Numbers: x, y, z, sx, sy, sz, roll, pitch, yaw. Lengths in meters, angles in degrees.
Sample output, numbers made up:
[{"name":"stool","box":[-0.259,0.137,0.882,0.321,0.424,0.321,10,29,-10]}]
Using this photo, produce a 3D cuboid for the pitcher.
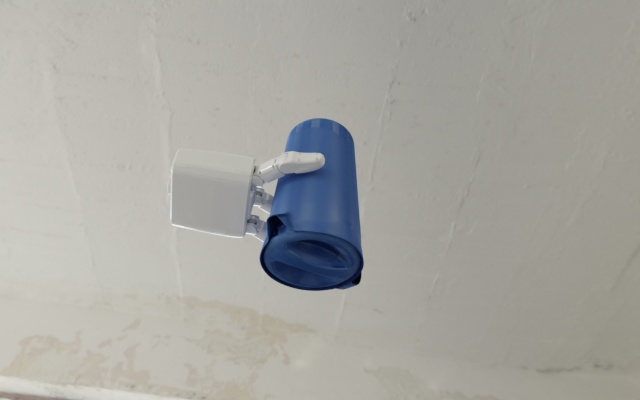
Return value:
[{"name":"pitcher","box":[0.000,0.002,0.689,0.145,0.242,0.149,8,-42,-4]}]
